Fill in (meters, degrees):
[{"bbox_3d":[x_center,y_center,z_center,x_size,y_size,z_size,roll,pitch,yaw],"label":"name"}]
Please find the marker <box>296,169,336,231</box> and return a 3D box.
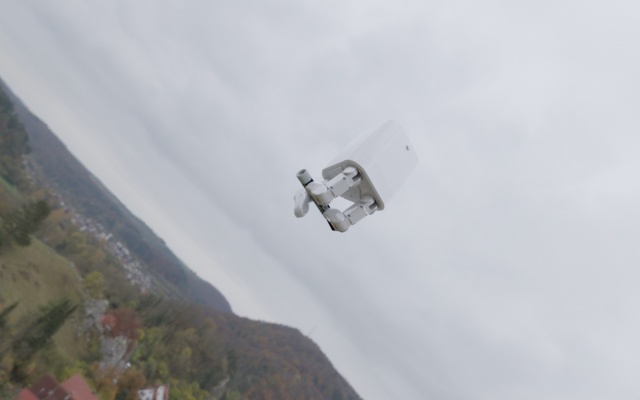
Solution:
[{"bbox_3d":[0.000,0.002,0.740,0.020,0.121,0.020,-24,30,15],"label":"marker"}]
